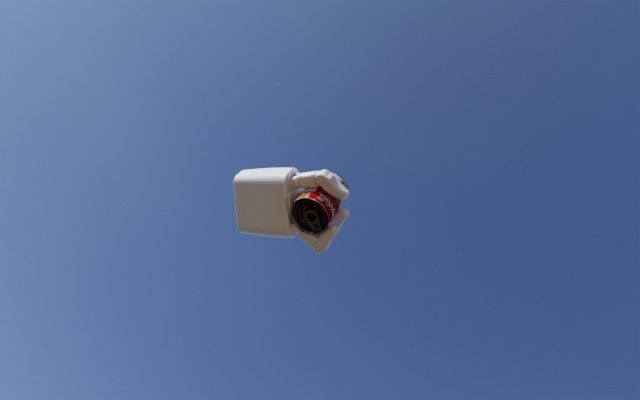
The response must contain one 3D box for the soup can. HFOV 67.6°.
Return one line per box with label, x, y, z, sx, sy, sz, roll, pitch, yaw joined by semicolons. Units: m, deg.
soup can;0.001;0.002;0.799;0.068;0.068;0.102;0;28;25
